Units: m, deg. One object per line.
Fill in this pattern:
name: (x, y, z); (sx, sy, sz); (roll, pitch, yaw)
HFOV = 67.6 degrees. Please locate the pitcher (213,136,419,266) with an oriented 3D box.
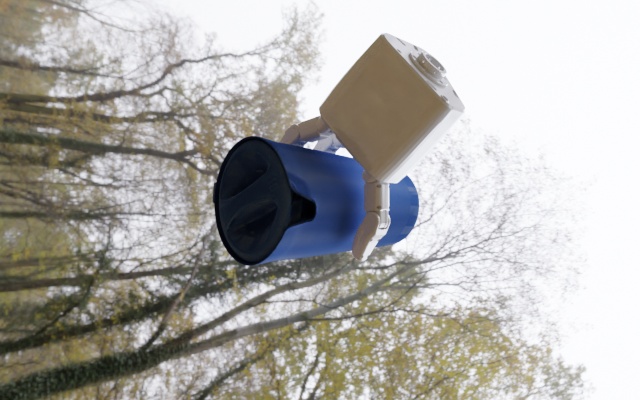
pitcher: (0.000, 0.002, 0.577); (0.243, 0.149, 0.145); (3, -42, -44)
